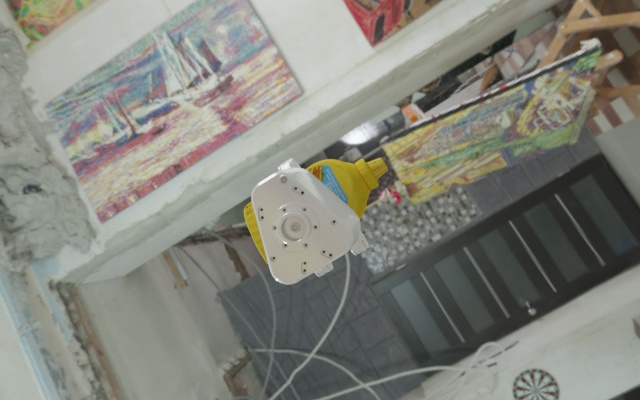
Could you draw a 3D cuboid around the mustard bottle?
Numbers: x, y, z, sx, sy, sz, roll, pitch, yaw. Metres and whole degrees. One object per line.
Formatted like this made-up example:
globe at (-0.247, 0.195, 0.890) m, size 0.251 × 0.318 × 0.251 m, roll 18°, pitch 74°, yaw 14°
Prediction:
mustard bottle at (0.000, 0.002, 0.616) m, size 0.191 × 0.096 × 0.058 m, roll -31°, pitch -26°, yaw 8°
